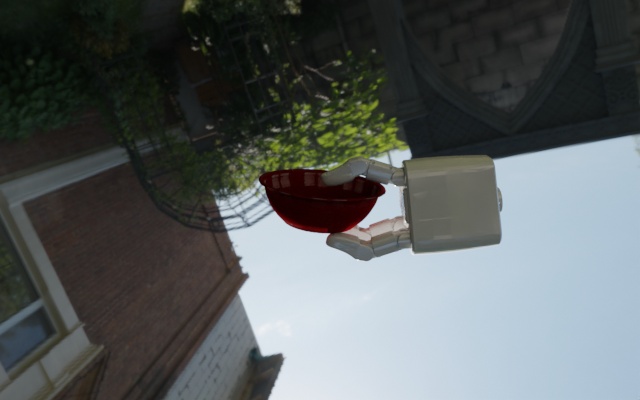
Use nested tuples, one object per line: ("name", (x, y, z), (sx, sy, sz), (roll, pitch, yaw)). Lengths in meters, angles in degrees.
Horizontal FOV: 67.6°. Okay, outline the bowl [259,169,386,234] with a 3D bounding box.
("bowl", (-0.001, 0.002, 0.611), (0.162, 0.055, 0.162), (5, 15, -1))
